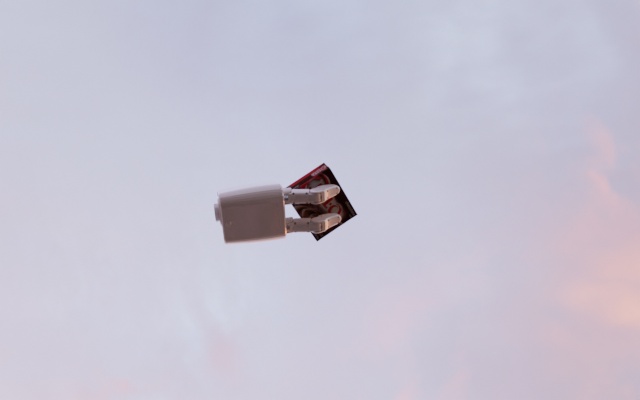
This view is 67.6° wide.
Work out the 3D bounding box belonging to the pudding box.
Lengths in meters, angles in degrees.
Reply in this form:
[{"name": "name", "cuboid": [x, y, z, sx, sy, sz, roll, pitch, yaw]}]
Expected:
[{"name": "pudding box", "cuboid": [0.000, 0.003, 0.852, 0.090, 0.113, 0.039, -33, 29, -1]}]
